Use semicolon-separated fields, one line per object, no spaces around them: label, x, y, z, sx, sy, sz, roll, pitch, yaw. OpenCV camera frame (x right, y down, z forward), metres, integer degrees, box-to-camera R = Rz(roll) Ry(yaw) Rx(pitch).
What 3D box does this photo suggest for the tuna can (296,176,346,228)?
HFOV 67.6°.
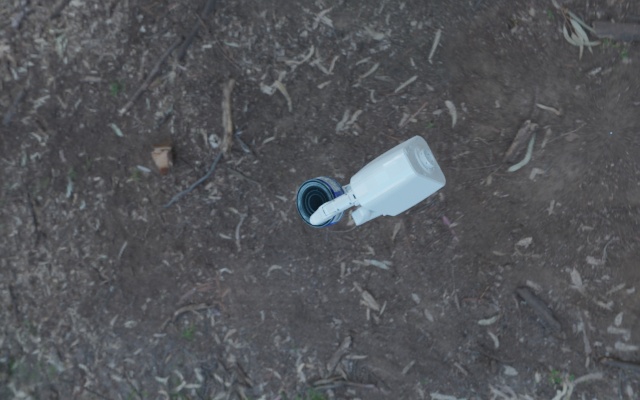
tuna can;0.000;0.003;0.817;0.086;0.086;0.033;0;9;36
